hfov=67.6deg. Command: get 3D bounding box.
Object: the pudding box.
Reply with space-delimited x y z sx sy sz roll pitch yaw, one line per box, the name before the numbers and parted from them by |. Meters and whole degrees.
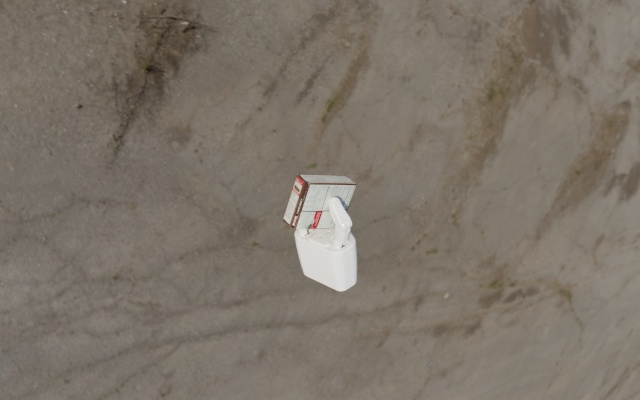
pudding box | 0.000 0.003 0.817 0.113 0.090 0.039 -1 27 -42
